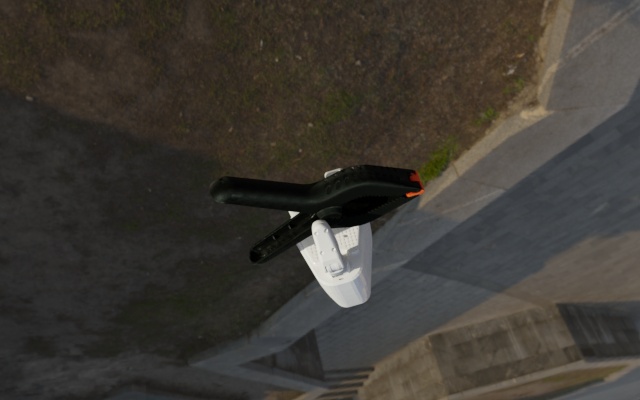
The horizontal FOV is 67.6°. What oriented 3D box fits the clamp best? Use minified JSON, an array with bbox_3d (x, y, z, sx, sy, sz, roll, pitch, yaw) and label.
[{"bbox_3d":[0.001,0.002,0.487,0.210,0.036,0.165,-17,-30,5],"label":"clamp"}]
